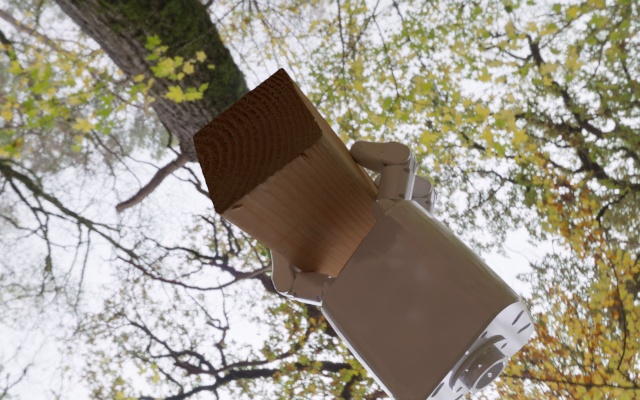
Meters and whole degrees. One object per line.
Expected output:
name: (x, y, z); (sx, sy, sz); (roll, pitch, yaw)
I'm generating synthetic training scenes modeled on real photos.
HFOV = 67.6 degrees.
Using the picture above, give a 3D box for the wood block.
wood block: (0.000, 0.002, 0.409); (0.091, 0.090, 0.206); (-35, -40, 9)
